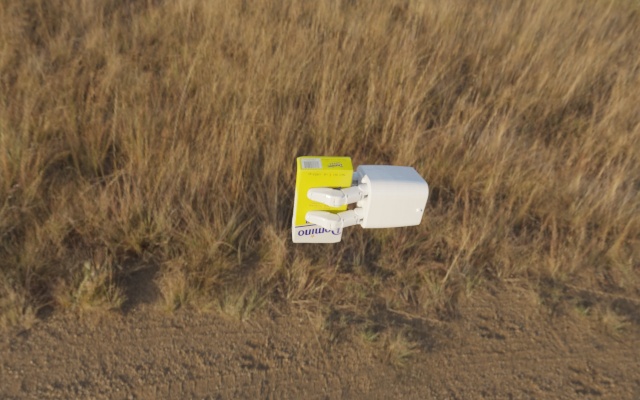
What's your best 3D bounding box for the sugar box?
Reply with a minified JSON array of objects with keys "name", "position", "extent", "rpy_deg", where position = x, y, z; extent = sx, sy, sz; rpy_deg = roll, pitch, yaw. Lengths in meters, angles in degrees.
[{"name":"sugar box","position":[0.000,0.003,0.853],"extent":[0.093,0.176,0.048],"rpy_deg":[0,40,-7]}]
